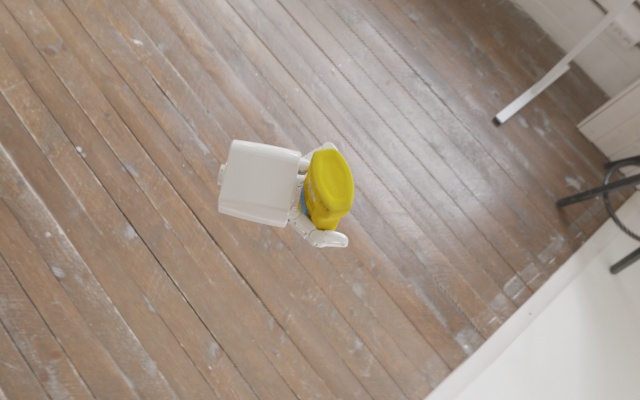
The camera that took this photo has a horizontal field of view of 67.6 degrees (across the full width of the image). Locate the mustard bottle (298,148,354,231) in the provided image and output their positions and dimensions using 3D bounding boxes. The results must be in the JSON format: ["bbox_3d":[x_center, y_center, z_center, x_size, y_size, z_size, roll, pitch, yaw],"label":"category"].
[{"bbox_3d":[0.000,0.002,0.737,0.058,0.096,0.192,-11,-18,-15],"label":"mustard bottle"}]
